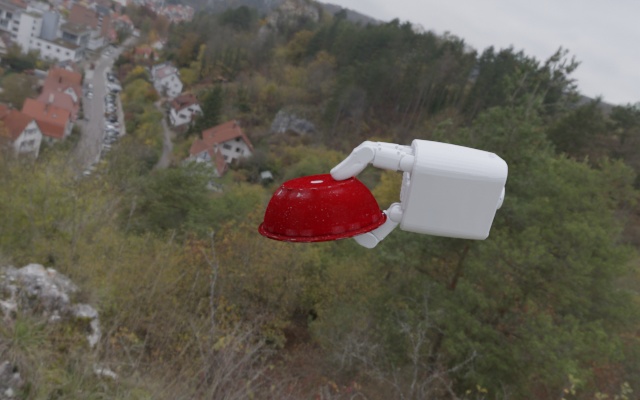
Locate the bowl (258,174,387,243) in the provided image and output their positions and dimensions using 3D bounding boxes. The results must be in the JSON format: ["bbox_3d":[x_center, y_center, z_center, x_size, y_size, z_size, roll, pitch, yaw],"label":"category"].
[{"bbox_3d":[-0.001,0.002,0.592,0.162,0.055,0.162,-6,13,1],"label":"bowl"}]
